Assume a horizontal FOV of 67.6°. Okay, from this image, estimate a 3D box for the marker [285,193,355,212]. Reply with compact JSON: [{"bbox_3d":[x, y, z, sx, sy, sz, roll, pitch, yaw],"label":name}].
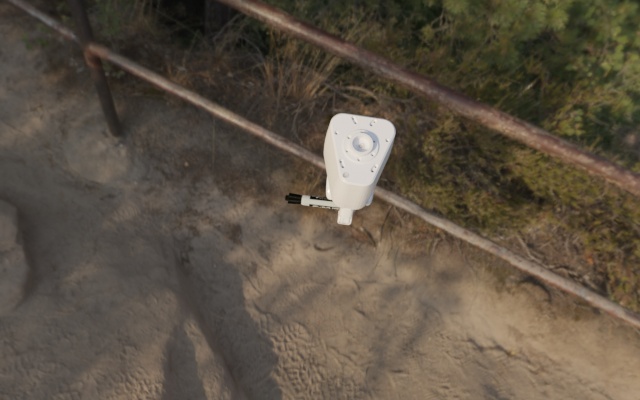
[{"bbox_3d":[0.000,0.003,0.812,0.121,0.020,0.020,7,0,0],"label":"marker"}]
